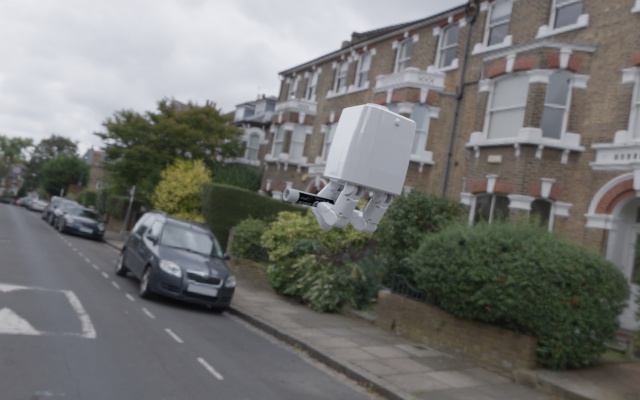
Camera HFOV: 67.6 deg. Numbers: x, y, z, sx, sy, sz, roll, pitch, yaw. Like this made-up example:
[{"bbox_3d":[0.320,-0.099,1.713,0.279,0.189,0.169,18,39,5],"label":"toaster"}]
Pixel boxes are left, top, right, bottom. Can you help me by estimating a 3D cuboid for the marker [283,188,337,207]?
[{"bbox_3d":[0.000,0.002,0.695,0.121,0.020,0.020,13,-8,-37],"label":"marker"}]
